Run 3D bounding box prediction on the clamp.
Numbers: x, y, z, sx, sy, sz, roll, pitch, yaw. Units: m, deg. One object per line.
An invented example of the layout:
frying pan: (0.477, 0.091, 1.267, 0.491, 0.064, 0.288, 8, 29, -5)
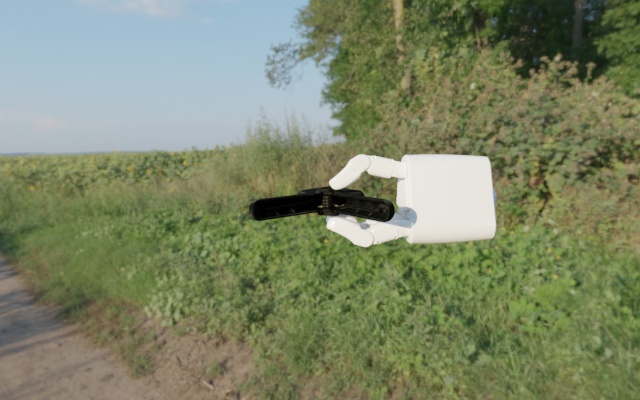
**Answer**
clamp: (0.000, 0.001, 0.622, 0.164, 0.036, 0.210, 1, 6, 0)
